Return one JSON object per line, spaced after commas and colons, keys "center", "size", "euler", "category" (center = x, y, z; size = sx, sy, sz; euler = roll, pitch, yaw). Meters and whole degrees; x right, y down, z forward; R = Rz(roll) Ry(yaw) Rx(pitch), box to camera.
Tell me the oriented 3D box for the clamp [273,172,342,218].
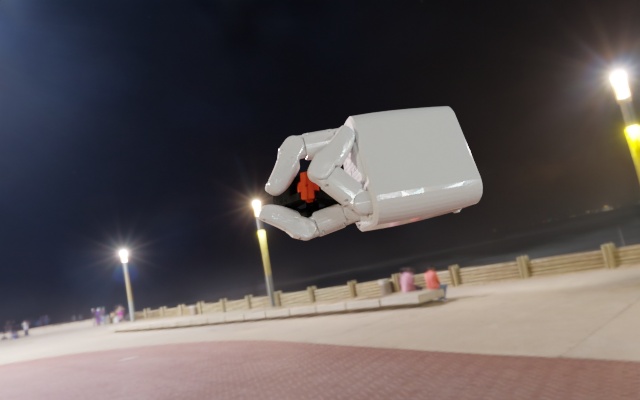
{"center": [0.000, 0.001, 0.535], "size": [0.120, 0.039, 0.171], "euler": [-10, -8, -9], "category": "clamp"}
